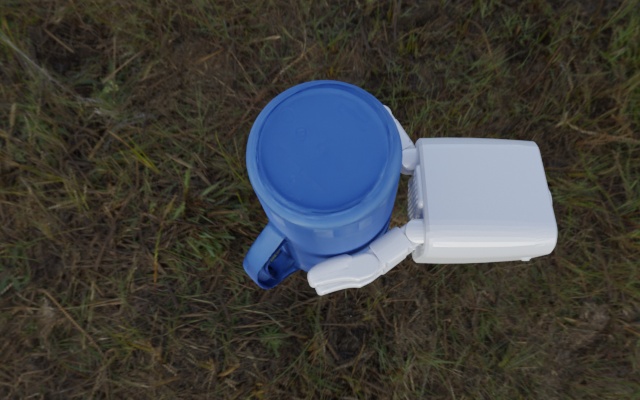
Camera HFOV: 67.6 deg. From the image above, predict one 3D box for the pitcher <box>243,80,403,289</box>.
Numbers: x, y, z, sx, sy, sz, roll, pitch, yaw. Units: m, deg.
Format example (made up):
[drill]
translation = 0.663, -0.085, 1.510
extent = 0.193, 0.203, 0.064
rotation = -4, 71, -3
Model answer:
[pitcher]
translation = 0.000, 0.001, 0.432
extent = 0.145, 0.149, 0.243
rotation = 0, -14, 3
